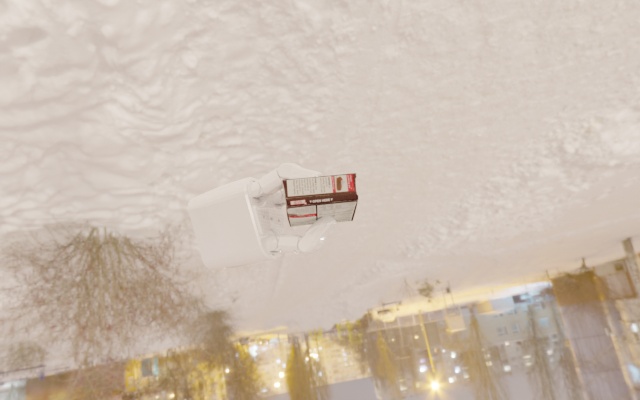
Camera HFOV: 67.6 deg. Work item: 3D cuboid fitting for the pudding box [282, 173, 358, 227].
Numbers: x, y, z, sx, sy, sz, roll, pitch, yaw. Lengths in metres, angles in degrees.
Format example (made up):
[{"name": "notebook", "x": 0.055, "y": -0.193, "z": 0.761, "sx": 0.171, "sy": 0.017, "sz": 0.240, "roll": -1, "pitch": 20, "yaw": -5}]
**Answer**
[{"name": "pudding box", "x": 0.000, "y": 0.002, "z": 0.613, "sx": 0.090, "sy": 0.039, "sz": 0.113, "roll": -6, "pitch": -14, "yaw": -2}]
